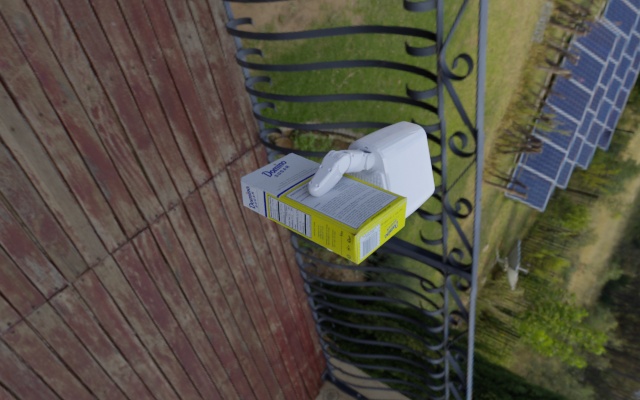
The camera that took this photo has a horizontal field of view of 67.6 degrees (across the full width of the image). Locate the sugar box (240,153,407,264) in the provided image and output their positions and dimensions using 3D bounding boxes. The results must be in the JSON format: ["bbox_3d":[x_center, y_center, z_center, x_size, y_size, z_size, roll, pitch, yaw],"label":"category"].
[{"bbox_3d":[0.000,0.002,0.553,0.176,0.048,0.093,22,38,36],"label":"sugar box"}]
